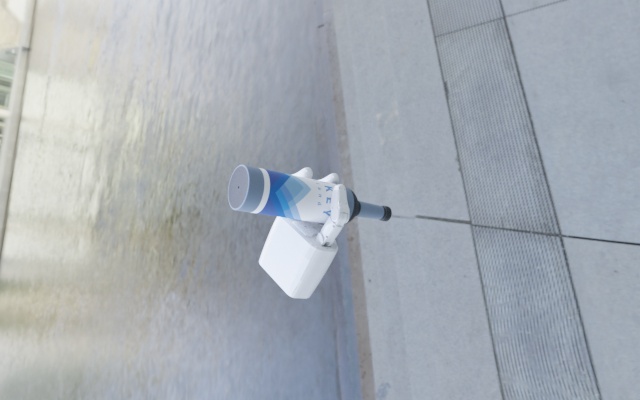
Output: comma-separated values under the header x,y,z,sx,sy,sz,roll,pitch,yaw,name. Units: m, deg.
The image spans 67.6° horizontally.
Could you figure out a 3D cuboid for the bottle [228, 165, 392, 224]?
x,y,z,sx,sy,sz,roll,pitch,yaw,name
0.000,0.002,0.768,0.296,0.069,0.069,10,-6,-35,bottle
